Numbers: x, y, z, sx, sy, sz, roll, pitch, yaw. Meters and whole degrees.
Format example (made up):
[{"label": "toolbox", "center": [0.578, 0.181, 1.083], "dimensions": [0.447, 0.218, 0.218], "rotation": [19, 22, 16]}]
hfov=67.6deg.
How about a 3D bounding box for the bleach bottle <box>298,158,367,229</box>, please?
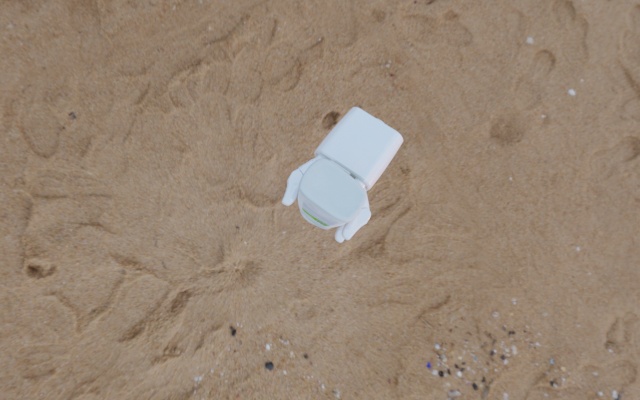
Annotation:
[{"label": "bleach bottle", "center": [0.000, 0.003, 0.806], "dimensions": [0.102, 0.068, 0.251], "rotation": [38, -12, -3]}]
